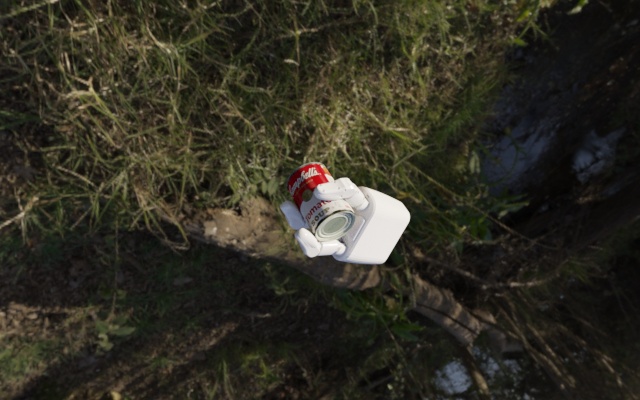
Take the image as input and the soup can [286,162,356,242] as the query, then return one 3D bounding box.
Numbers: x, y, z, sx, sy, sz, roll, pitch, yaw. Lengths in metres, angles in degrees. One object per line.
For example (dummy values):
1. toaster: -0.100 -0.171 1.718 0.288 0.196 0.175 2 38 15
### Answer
1. soup can: 0.000 0.002 0.702 0.068 0.102 0.069 -20 -36 -15
